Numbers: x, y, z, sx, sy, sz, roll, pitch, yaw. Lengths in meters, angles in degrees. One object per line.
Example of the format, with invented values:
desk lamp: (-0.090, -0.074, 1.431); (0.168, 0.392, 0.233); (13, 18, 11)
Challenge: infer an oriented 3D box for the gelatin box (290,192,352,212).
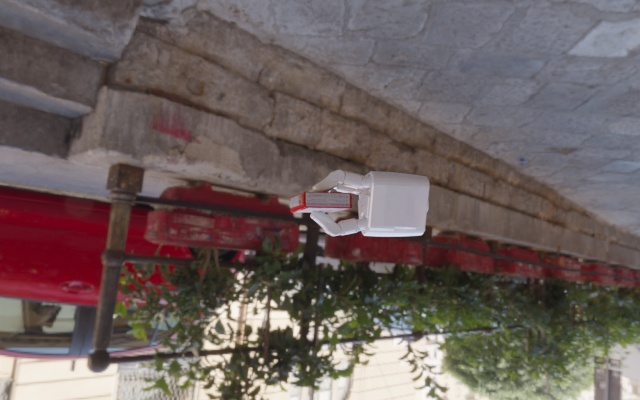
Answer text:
gelatin box: (0.000, 0.003, 0.825); (0.089, 0.030, 0.073); (0, -7, -22)
